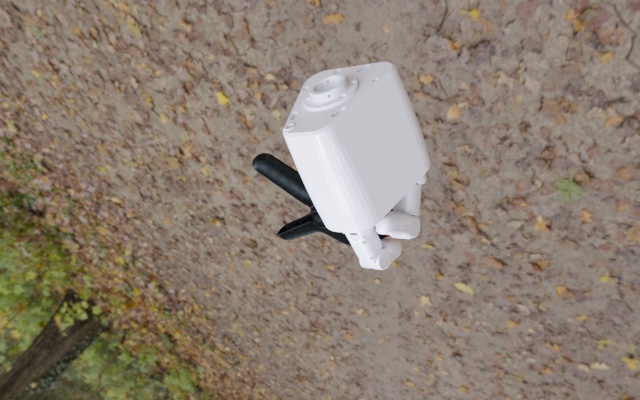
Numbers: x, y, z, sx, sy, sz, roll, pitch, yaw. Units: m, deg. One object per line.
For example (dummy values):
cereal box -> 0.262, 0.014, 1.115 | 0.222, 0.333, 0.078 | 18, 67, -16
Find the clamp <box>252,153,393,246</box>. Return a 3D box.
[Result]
clamp -> 0.000, 0.002, 0.514 | 0.171, 0.120, 0.039 | 2, 44, 36
